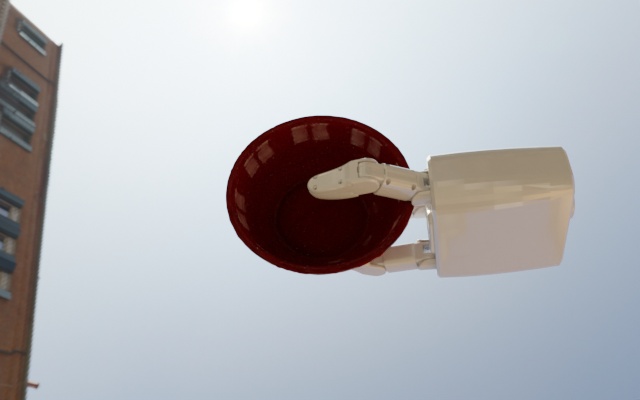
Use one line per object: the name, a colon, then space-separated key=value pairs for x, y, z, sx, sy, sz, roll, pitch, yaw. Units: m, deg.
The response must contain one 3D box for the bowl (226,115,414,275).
bowl: x=-0.001 y=0.001 z=0.429 sx=0.162 sy=0.162 sz=0.055 roll=0 pitch=-32 yaw=2
